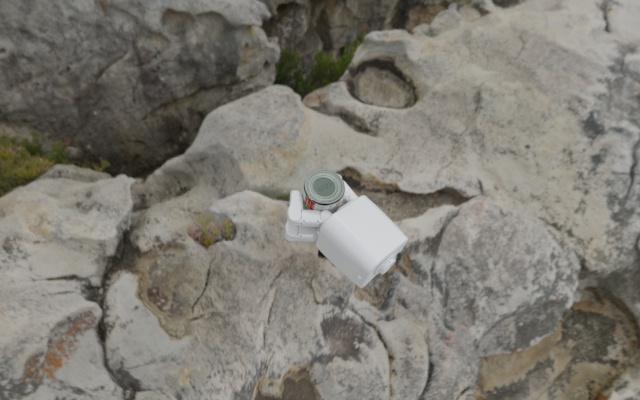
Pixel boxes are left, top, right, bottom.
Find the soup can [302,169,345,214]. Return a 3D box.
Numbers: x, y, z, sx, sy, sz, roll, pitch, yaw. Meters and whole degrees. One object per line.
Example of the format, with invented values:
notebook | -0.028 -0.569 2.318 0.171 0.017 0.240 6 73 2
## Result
soup can | 0.000 0.002 0.794 0.068 0.068 0.102 0 -30 -8
